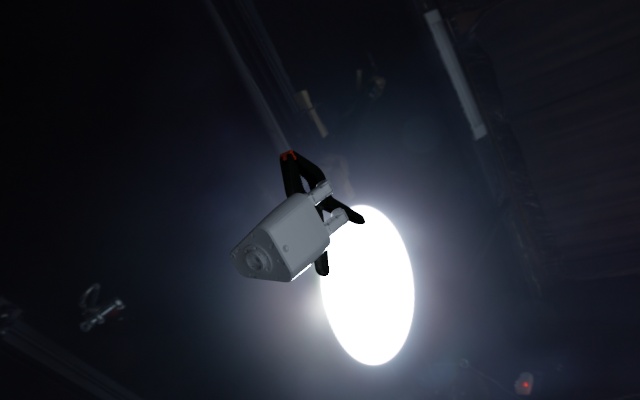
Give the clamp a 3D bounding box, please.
[{"bbox_3d":[-0.001,0.003,0.822,0.036,0.210,0.164,-18,14,40],"label":"clamp"}]
